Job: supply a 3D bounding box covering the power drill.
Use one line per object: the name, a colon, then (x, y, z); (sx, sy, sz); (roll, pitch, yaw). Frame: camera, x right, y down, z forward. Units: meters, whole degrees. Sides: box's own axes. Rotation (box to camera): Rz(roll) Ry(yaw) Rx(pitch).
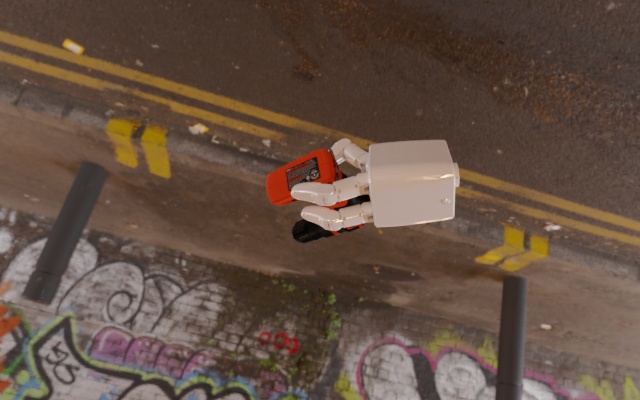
power drill: (0.000, 0.002, 0.725); (0.184, 0.057, 0.188); (-25, -29, 20)
